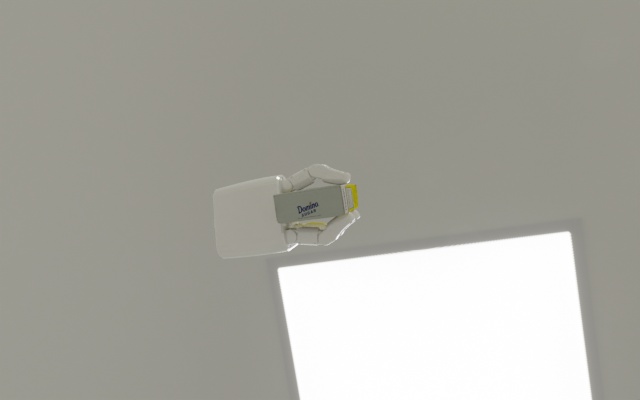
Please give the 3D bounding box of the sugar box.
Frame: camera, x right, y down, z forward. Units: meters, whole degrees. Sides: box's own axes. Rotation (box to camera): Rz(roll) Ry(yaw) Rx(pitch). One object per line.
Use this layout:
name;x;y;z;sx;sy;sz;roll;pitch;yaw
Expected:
sugar box;0.000;0.003;0.697;0.093;0.048;0.176;-9;3;11
